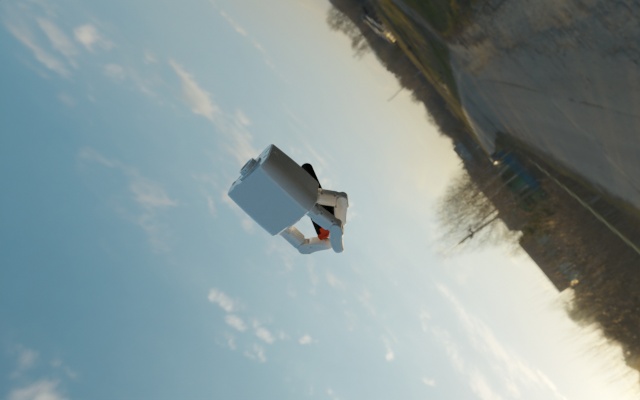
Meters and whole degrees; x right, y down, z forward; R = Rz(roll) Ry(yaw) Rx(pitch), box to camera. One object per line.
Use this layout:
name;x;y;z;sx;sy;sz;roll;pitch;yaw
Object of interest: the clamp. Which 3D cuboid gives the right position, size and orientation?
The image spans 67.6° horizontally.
clamp;0.000;0.003;0.861;0.039;0.120;0.171;-41;18;19
